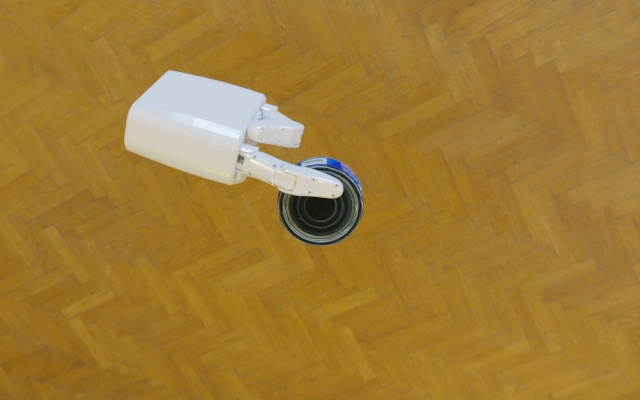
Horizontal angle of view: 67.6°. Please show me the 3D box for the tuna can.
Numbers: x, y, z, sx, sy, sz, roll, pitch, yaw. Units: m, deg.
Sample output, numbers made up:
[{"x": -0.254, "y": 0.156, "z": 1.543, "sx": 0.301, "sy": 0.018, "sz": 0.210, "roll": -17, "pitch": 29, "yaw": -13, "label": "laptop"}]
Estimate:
[{"x": 0.000, "y": 0.002, "z": 0.475, "sx": 0.086, "sy": 0.086, "sz": 0.033, "roll": 0, "pitch": 19, "yaw": 1, "label": "tuna can"}]
